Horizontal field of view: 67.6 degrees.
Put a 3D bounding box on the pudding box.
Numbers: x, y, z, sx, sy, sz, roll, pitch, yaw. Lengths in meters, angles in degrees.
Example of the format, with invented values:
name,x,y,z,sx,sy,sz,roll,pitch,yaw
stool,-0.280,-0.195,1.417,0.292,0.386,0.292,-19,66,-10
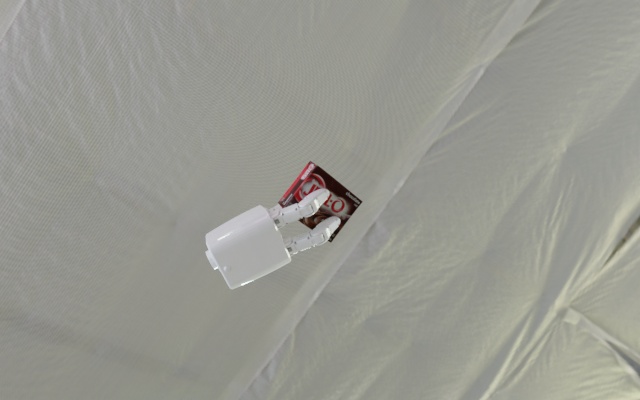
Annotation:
name,x,y,z,sx,sy,sz,roll,pitch,yaw
pudding box,0.000,0.003,0.792,0.113,0.090,0.039,37,3,-30
